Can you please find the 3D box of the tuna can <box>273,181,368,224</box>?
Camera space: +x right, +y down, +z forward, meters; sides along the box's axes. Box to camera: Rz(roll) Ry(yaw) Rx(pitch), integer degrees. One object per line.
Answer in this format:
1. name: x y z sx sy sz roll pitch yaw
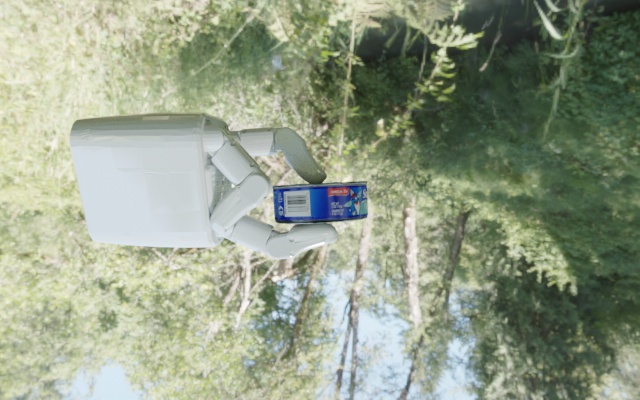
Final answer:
1. tuna can: 0.000 0.002 0.429 0.086 0.034 0.086 -3 1 0
